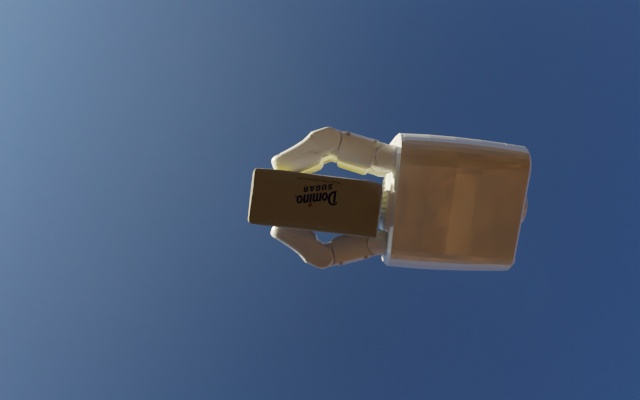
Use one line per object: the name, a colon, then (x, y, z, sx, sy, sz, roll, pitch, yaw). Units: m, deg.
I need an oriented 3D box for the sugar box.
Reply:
sugar box: (0.000, 0.001, 0.415, 0.093, 0.048, 0.176, 7, -2, 2)
